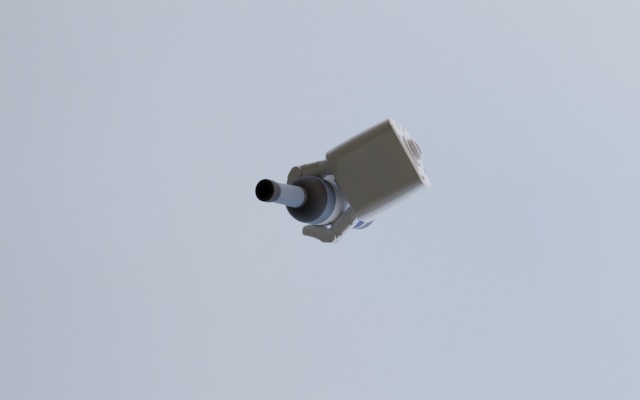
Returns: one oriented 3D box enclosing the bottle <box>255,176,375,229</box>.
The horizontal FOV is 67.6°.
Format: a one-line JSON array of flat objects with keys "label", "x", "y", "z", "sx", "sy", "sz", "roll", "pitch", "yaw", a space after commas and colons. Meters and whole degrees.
[{"label": "bottle", "x": 0.000, "y": 0.002, "z": 0.692, "sx": 0.069, "sy": 0.069, "sz": 0.296, "roll": 0, "pitch": -6, "yaw": 27}]
